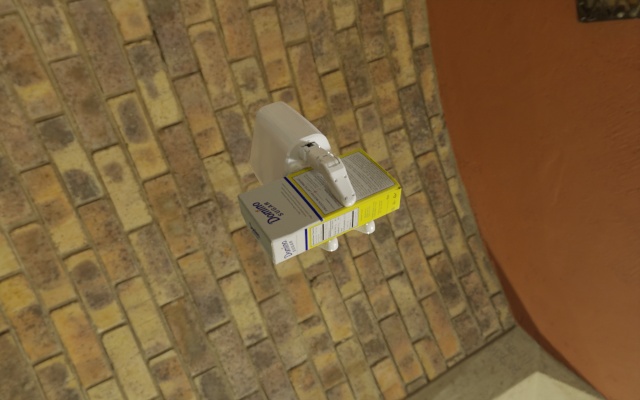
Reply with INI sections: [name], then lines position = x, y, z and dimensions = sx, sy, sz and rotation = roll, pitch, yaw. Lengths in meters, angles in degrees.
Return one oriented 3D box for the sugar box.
[sugar box]
position = 0.000, 0.002, 0.577
dimensions = 0.176, 0.048, 0.093
rotation = -24, 47, -20
